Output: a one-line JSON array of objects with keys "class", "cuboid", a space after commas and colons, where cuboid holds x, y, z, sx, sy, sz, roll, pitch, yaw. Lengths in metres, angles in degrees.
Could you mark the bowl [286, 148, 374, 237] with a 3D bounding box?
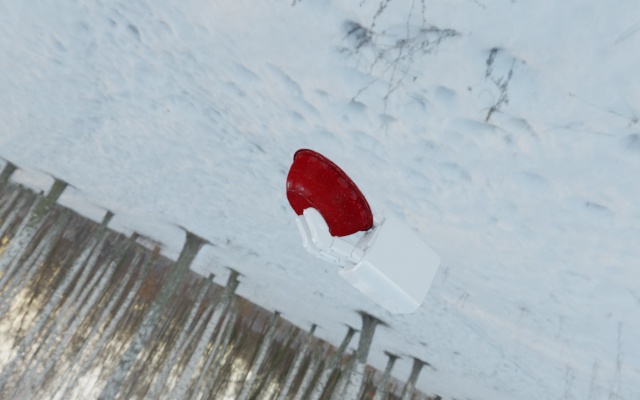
[{"class": "bowl", "cuboid": [-0.001, 0.002, 0.707, 0.055, 0.162, 0.162, -43, 17, -20]}]
